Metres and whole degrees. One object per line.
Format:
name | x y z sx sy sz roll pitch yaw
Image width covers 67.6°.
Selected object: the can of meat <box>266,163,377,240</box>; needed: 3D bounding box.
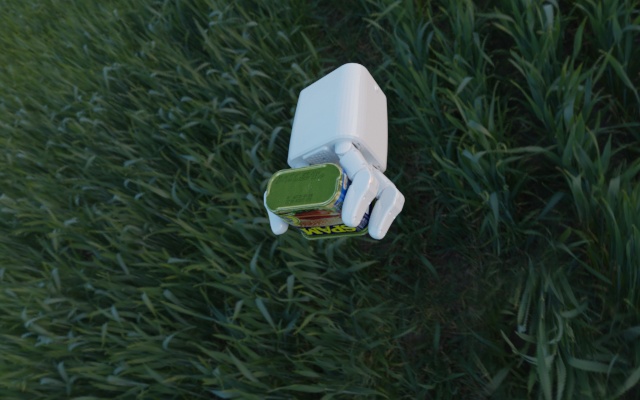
can of meat | 0.000 0.002 0.544 0.102 0.057 0.084 -7 -28 31
